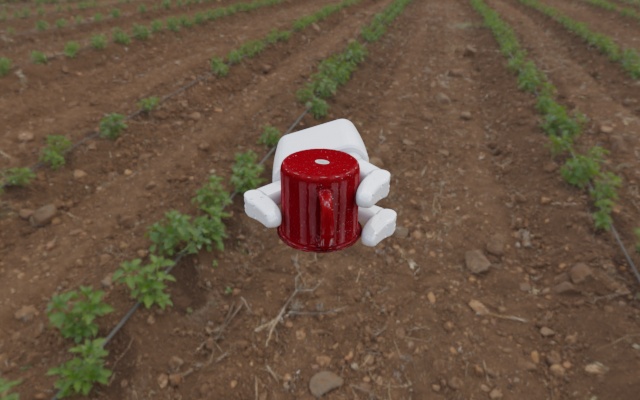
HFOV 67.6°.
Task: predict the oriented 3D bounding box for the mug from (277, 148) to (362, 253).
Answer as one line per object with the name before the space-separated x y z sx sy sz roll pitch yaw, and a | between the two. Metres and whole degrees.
mug | 0.000 0.002 0.490 0.093 0.081 0.117 -1 28 -3
